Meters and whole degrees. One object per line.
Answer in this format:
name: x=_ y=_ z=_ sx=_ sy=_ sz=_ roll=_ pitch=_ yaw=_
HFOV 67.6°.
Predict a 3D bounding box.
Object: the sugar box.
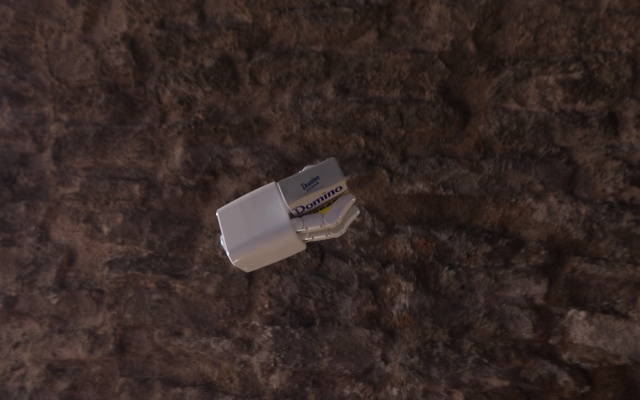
sugar box: x=0.000 y=0.003 z=0.752 sx=0.093 sy=0.048 sz=0.176 roll=-24 pitch=-20 yaw=1
